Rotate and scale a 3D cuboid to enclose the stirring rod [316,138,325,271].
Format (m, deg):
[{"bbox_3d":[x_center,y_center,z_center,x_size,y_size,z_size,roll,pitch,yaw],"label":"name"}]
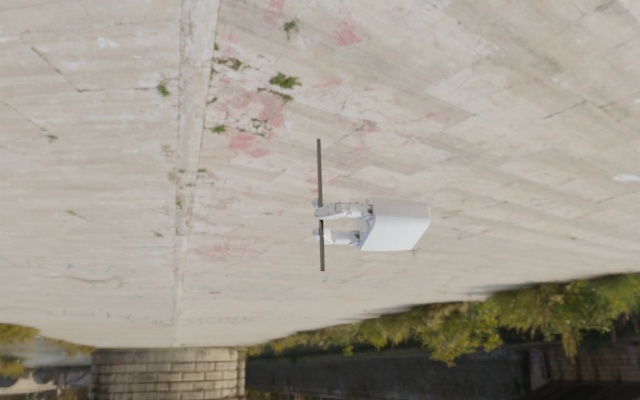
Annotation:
[{"bbox_3d":[0.000,0.003,0.828,0.011,0.239,0.011,-2,-19,-1],"label":"stirring rod"}]
